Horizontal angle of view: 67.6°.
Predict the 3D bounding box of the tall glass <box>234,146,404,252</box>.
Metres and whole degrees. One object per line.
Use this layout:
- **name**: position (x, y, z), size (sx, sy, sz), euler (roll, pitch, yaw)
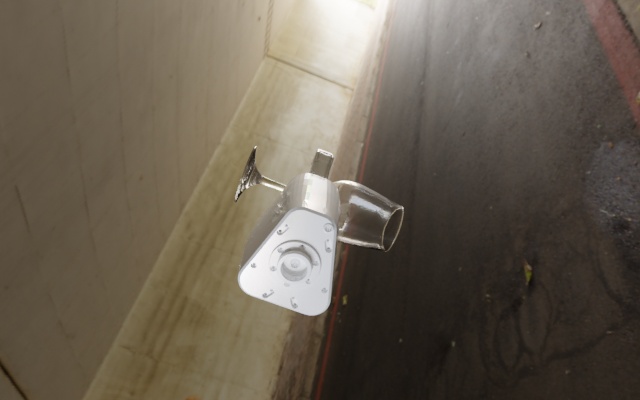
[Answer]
- **tall glass**: position (-0.001, 0.002, 0.598), size (0.201, 0.079, 0.079), euler (20, -2, -6)
